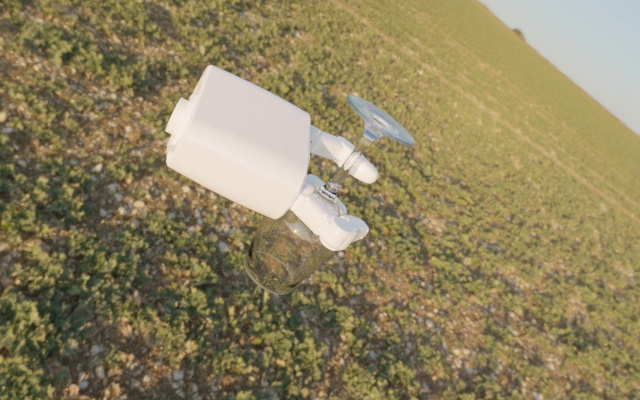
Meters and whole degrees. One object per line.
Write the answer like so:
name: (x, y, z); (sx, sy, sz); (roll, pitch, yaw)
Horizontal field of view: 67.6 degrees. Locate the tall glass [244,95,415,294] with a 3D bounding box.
tall glass: (0.001, 0.001, 0.464); (0.079, 0.201, 0.079); (30, 24, -14)
